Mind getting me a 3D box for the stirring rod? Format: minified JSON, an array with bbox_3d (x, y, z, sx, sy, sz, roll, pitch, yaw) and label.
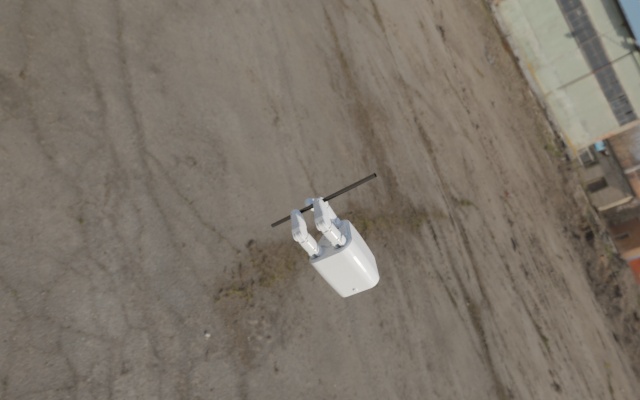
[{"bbox_3d":[0.000,0.003,0.881,0.239,0.011,0.011,-26,-13,29],"label":"stirring rod"}]
